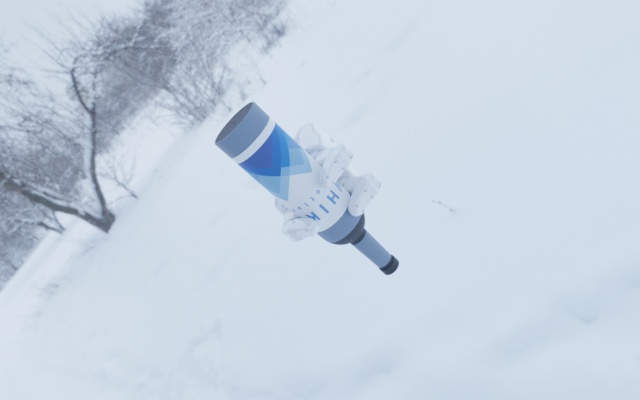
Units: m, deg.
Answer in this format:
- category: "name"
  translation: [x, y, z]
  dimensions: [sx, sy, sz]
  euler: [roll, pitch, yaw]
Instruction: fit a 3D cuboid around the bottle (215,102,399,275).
- category: "bottle"
  translation: [0.000, 0.002, 0.605]
  dimensions: [0.296, 0.069, 0.069]
  euler: [43, -21, -24]
